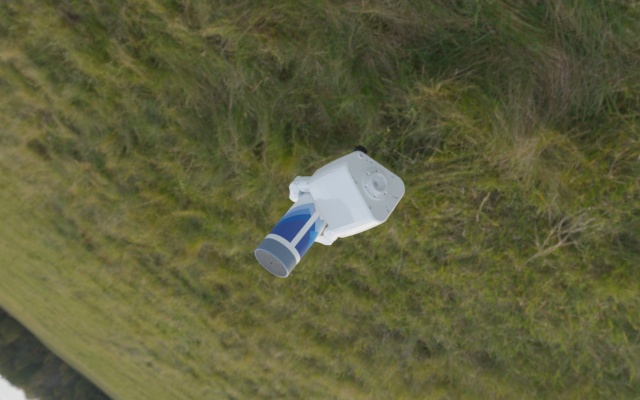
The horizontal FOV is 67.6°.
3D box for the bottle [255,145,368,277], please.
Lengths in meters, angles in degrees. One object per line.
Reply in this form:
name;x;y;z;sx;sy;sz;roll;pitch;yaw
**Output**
bottle;0.000;0.003;0.837;0.069;0.069;0.295;0;42;46
